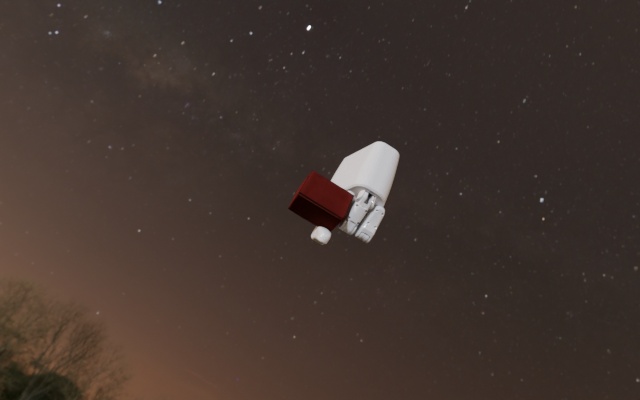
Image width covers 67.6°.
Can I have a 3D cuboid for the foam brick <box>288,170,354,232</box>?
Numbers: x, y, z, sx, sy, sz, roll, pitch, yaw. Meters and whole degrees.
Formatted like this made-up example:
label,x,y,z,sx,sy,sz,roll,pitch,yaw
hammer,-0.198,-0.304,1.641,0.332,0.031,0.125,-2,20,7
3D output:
label,x,y,z,sx,sy,sz,roll,pitch,yaw
foam brick,0.000,0.002,0.725,0.078,0.051,0.053,31,-35,-8
